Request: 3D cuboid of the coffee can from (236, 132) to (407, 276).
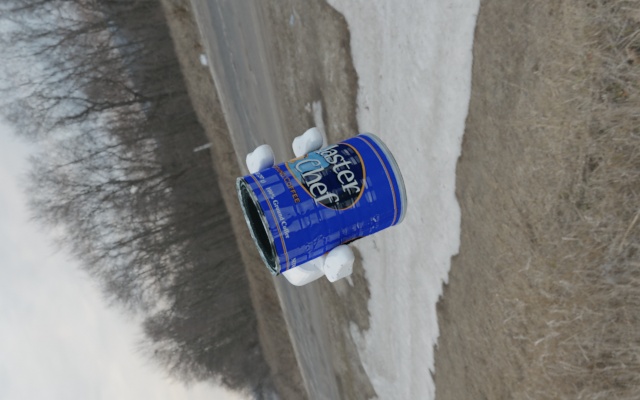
[{"bbox_3d":[0.000,0.002,0.479,0.140,0.103,0.103,-21,6,-16],"label":"coffee can"}]
